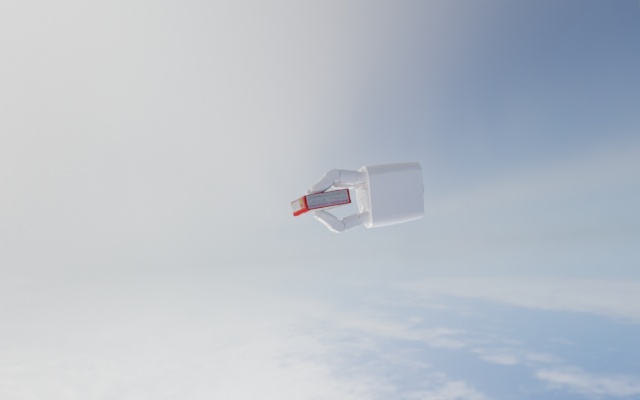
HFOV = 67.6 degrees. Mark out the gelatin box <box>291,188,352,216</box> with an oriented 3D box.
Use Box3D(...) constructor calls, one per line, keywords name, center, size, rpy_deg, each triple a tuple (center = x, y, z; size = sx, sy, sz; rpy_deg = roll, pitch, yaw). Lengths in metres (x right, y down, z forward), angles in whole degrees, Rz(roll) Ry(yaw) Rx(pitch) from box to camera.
Box3D(name="gelatin box", center=(0.000, 0.003, 0.861), size=(0.089, 0.030, 0.073), rpy_deg=(-10, -6, -24))
